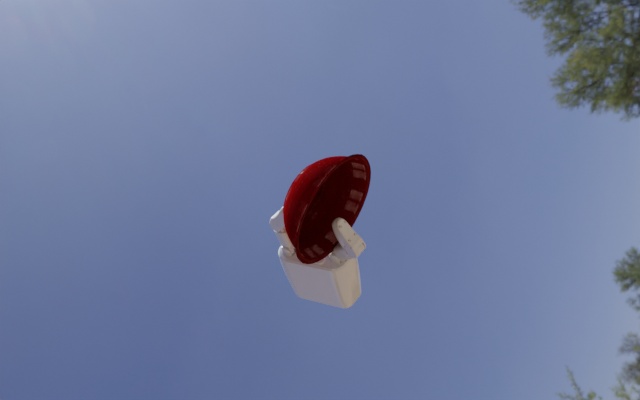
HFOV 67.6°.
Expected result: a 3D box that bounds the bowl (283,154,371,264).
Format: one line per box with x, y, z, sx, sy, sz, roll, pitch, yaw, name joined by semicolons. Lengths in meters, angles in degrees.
0.000;0.001;0.637;0.055;0.162;0.162;30;14;26;bowl
